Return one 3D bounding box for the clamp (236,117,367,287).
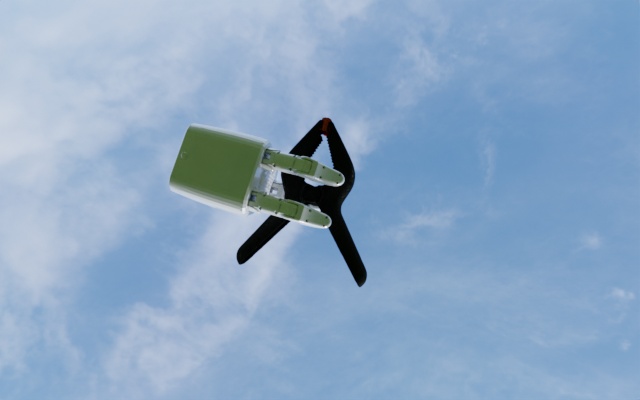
[{"bbox_3d":[0.000,0.002,0.603,0.164,0.210,0.036,16,-7,7],"label":"clamp"}]
